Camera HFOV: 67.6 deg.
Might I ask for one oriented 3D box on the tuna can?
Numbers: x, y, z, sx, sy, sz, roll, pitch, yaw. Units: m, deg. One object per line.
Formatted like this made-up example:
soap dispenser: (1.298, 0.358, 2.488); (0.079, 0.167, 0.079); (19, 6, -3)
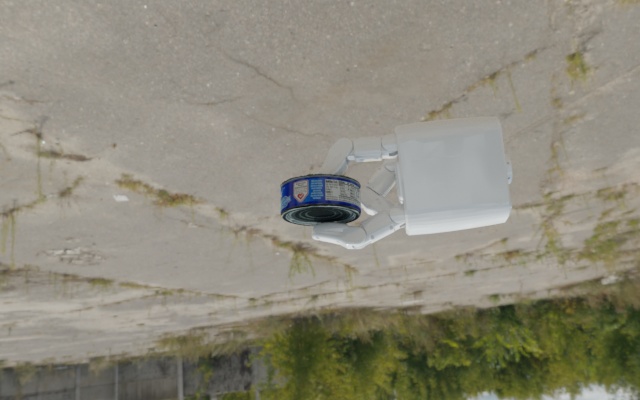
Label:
tuna can: (0.000, 0.002, 0.503); (0.086, 0.033, 0.086); (-1, -17, 0)
